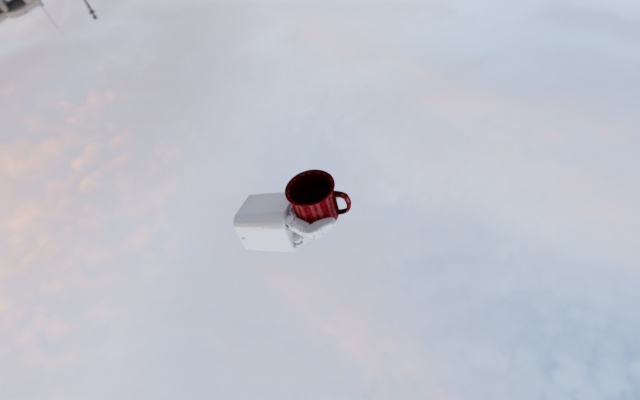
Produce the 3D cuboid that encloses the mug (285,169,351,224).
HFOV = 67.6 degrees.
[{"bbox_3d":[0.002,0.003,0.884,0.117,0.093,0.082,1,-42,17],"label":"mug"}]
